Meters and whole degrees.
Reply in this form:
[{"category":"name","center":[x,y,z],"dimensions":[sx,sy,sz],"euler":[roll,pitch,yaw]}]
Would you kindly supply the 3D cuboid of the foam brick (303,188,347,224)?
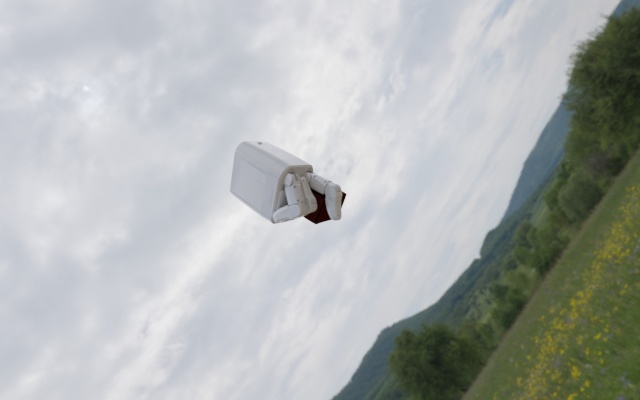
[{"category":"foam brick","center":[0.000,0.003,0.830],"dimensions":[0.051,0.053,0.078],"euler":[30,19,24]}]
